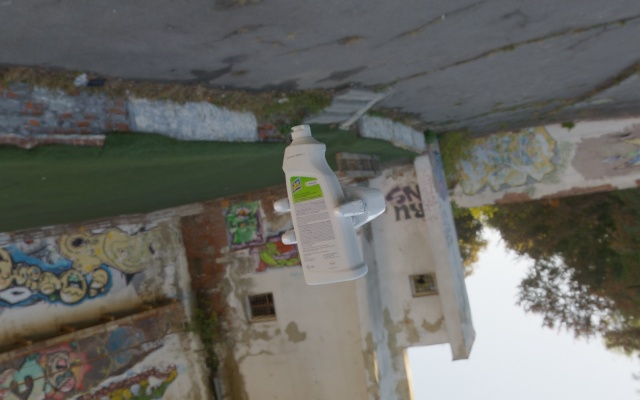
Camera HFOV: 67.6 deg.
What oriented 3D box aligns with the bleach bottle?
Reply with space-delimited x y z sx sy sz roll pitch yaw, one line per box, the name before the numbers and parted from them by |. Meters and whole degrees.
bleach bottle | 0.000 0.003 0.763 0.102 0.251 0.068 -12 0 24
